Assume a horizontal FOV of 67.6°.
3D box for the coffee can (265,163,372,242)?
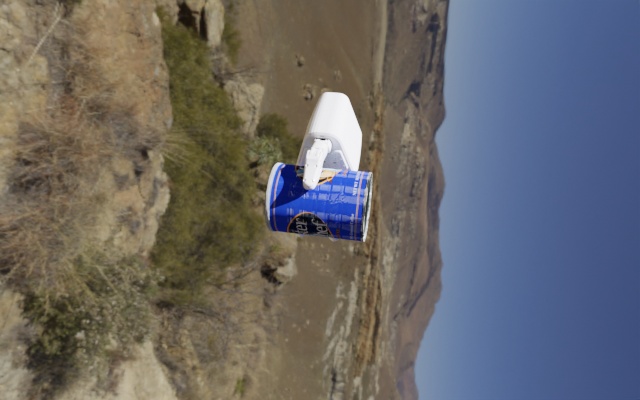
[{"bbox_3d":[0.000,0.002,0.698,0.140,0.103,0.103,6,1,9],"label":"coffee can"}]
